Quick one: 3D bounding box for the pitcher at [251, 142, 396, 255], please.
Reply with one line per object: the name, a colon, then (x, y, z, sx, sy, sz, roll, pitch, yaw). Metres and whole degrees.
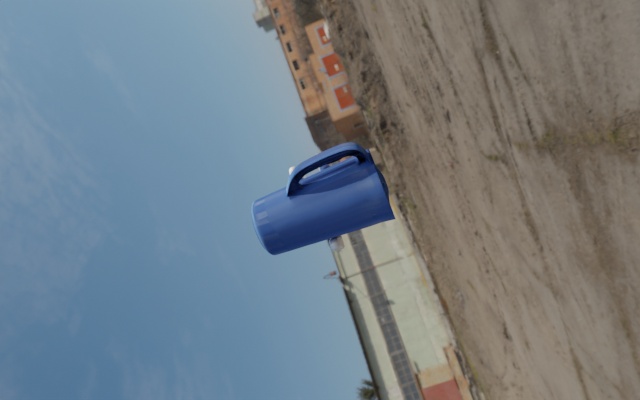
pitcher: (0.000, 0.003, 0.856, 0.243, 0.149, 0.145, -21, -4, 7)
